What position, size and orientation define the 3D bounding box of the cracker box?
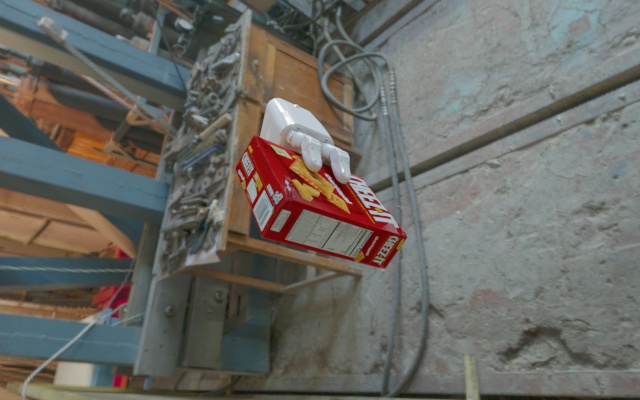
[{"bbox_3d":[0.000,0.002,0.687,0.214,0.072,0.164,18,26,-34],"label":"cracker box"}]
